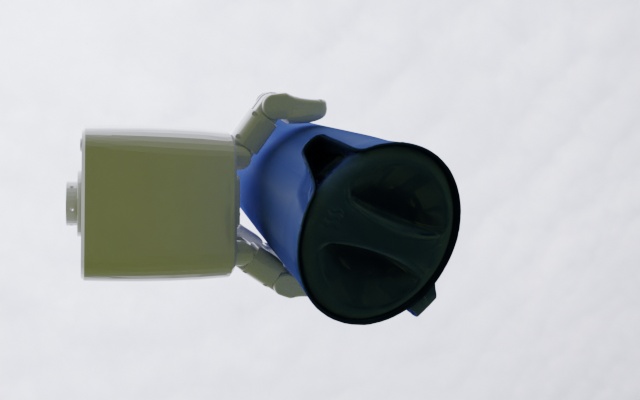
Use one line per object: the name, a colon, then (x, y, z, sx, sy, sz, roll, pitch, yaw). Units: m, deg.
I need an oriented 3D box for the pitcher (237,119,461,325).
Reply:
pitcher: (0.000, 0.001, 0.428, 0.145, 0.149, 0.242, 0, 16, -27)
